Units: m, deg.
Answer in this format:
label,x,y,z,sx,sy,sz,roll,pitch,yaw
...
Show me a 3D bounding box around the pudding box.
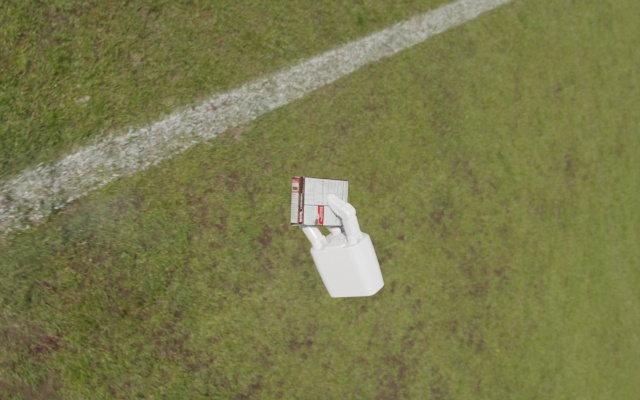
label,x,y,z,sx,sy,sz,roll,pitch,yaw
pudding box,0.000,0.003,0.880,0.113,0.090,0.039,3,-3,-41
